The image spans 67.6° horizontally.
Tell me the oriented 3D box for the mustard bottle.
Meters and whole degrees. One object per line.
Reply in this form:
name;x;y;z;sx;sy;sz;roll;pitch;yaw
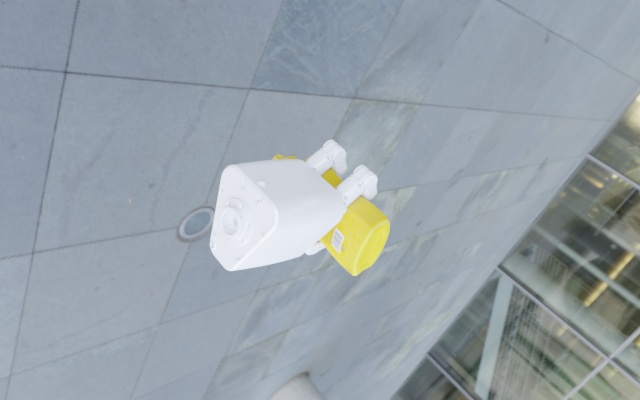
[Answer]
mustard bottle;0.001;0.002;0.613;0.058;0.096;0.191;-29;58;-32
